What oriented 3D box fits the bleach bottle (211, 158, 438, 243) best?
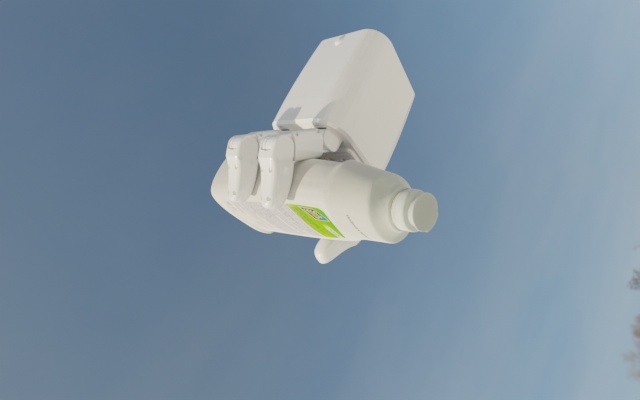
[{"bbox_3d":[0.000,0.001,0.435,0.103,0.068,0.251,37,-18,-36],"label":"bleach bottle"}]
